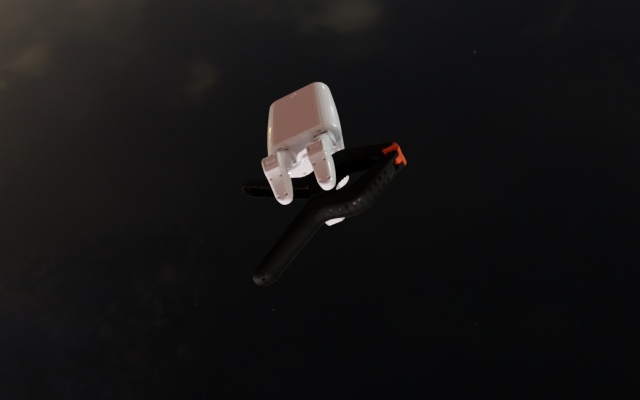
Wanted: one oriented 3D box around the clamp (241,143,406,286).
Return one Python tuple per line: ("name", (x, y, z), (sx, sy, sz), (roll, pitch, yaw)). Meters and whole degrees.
("clamp", (0.001, 0.002, 0.547), (0.210, 0.164, 0.036), (-23, -45, 15))
